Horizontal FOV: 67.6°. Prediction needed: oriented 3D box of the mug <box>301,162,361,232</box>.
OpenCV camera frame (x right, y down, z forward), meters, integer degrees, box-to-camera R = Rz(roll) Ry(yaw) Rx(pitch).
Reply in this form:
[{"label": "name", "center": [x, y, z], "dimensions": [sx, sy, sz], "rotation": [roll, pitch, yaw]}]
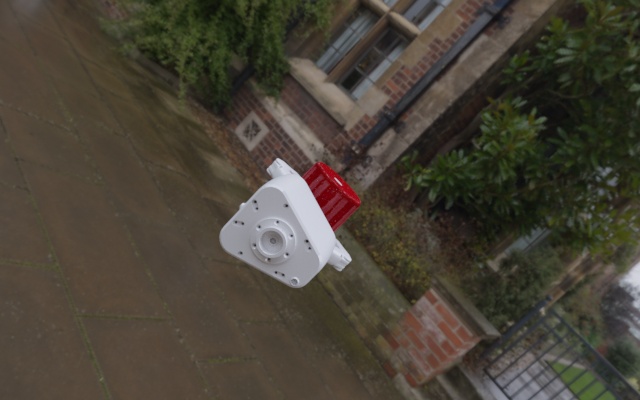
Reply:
[{"label": "mug", "center": [0.000, 0.002, 0.647], "dimensions": [0.081, 0.093, 0.117], "rotation": [-46, 0, 11]}]
